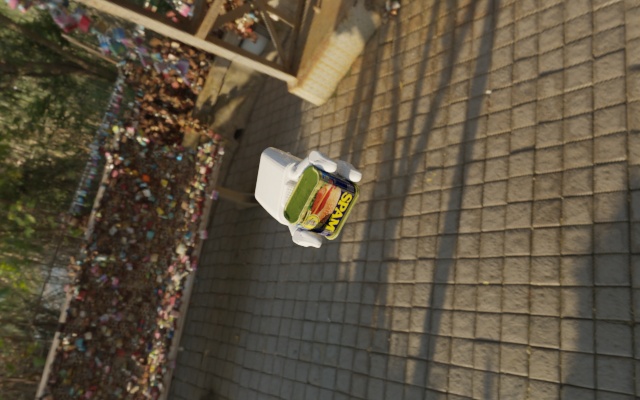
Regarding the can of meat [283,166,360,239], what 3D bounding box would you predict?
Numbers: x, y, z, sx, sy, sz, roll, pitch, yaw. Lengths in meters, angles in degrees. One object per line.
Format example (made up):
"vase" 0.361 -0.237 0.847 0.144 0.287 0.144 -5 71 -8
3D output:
"can of meat" 0.000 0.003 0.765 0.084 0.102 0.057 21 13 -36
